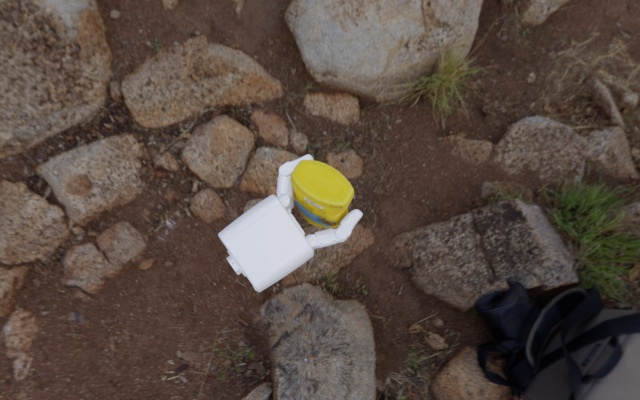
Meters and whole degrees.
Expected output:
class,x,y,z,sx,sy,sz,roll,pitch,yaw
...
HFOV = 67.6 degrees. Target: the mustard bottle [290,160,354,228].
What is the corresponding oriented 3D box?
class,x,y,z,sx,sy,sz,roll,pitch,yaw
mustard bottle,0.000,0.002,0.782,0.096,0.058,0.192,28,-17,8
